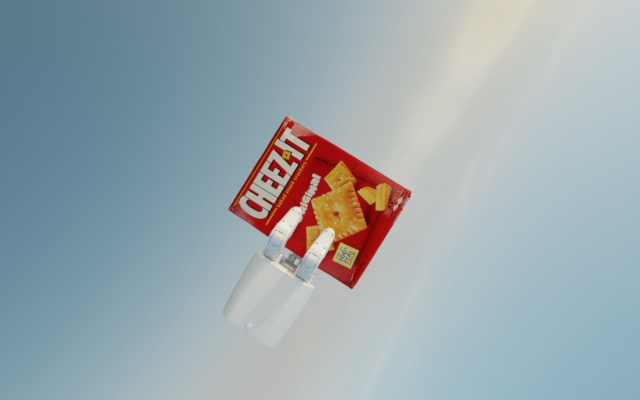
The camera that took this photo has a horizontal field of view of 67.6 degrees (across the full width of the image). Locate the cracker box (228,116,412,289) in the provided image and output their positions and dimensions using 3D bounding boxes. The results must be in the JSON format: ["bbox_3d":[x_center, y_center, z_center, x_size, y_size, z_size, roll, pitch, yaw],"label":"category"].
[{"bbox_3d":[0.000,0.002,0.699,0.213,0.164,0.072,32,0,6],"label":"cracker box"}]
